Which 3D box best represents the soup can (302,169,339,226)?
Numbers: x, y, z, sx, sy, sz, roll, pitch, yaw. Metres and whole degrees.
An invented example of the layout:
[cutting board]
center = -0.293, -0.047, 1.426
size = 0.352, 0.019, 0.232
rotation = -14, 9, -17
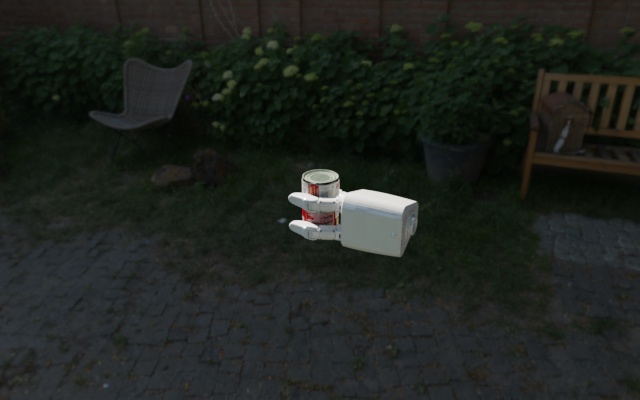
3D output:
[soup can]
center = 0.000, 0.002, 0.862
size = 0.068, 0.102, 0.068
rotation = 0, 25, 0
